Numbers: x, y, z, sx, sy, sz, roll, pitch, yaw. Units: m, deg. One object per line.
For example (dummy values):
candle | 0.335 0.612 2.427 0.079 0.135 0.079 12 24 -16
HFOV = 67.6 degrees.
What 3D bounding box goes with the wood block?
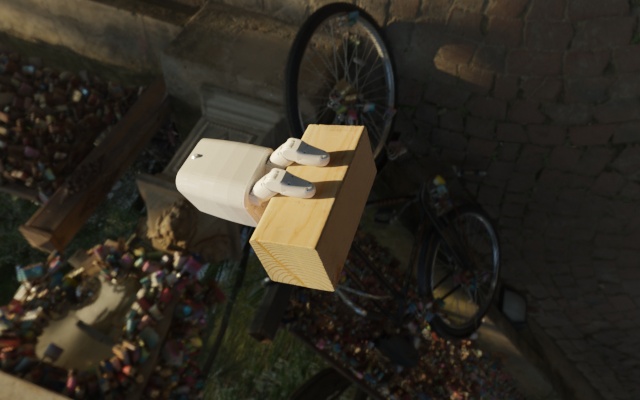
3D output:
wood block | 0.000 0.002 0.627 0.090 0.206 0.091 6 -39 23
